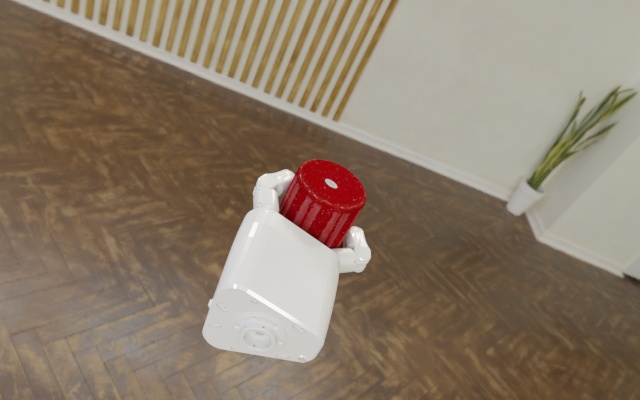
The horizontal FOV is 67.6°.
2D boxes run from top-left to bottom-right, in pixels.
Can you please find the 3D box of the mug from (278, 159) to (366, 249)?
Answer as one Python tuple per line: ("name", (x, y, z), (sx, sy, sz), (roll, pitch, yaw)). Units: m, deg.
("mug", (0.000, 0.001, 0.542), (0.093, 0.081, 0.117), (22, 37, -9))
